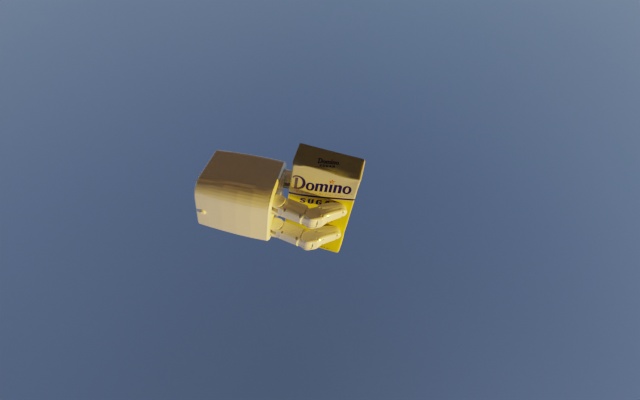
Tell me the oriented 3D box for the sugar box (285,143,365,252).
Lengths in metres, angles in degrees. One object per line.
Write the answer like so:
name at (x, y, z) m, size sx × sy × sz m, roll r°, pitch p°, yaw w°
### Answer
sugar box at (0.000, 0.003, 0.688) m, size 0.093 × 0.048 × 0.176 m, roll 14°, pitch -37°, yaw 2°
